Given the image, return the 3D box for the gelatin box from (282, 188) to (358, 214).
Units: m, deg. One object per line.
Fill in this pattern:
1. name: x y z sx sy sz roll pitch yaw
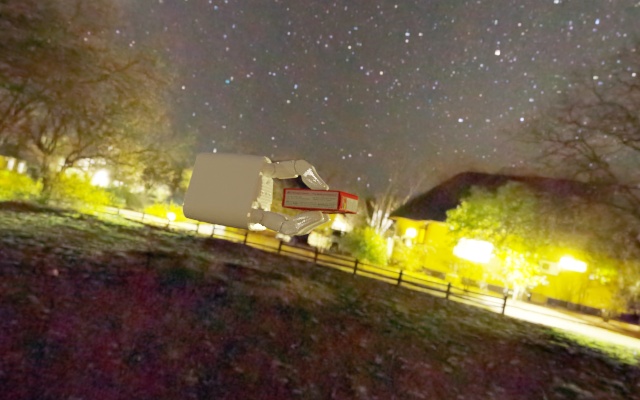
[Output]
1. gelatin box: 0.000 0.002 0.682 0.089 0.030 0.073 2 -5 24
